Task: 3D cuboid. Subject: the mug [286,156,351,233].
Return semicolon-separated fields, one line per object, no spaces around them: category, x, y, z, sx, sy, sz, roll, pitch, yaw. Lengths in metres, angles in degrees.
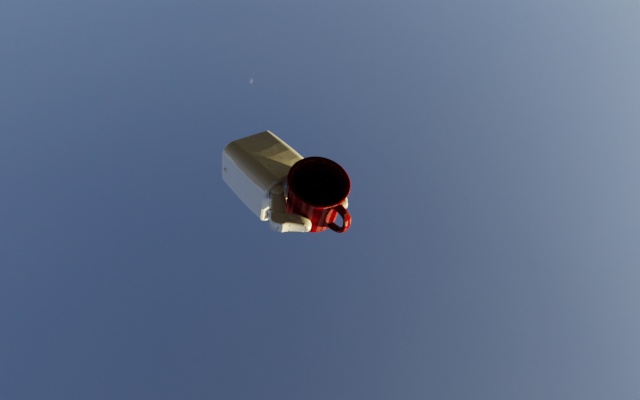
mug;0.001;0.003;0.715;0.093;0.117;0.082;-37;-20;-31
